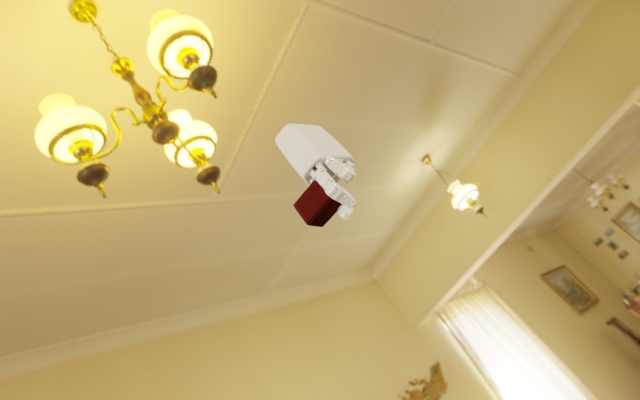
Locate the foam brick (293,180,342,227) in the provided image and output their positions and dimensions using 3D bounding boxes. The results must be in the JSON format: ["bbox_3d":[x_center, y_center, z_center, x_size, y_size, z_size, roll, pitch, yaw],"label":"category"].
[{"bbox_3d":[0.000,0.003,0.867,0.051,0.078,0.053,49,17,27],"label":"foam brick"}]
